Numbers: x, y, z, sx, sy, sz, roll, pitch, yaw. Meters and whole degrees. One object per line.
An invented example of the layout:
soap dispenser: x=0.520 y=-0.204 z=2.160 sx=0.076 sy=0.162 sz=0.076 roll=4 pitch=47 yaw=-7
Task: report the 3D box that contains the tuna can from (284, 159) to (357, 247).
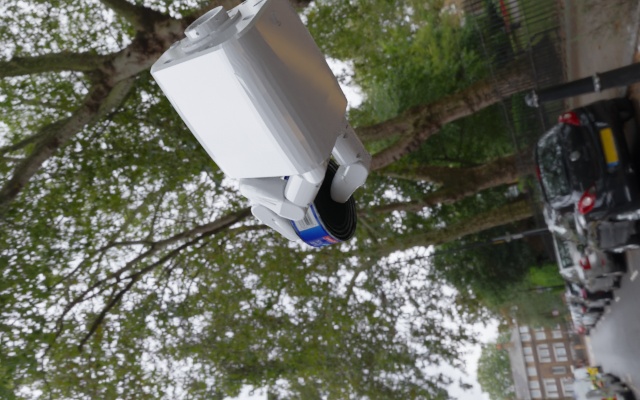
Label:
tuna can: x=0.000 y=0.002 z=0.464 sx=0.034 sy=0.086 sz=0.086 roll=-19 pitch=-9 yaw=28
